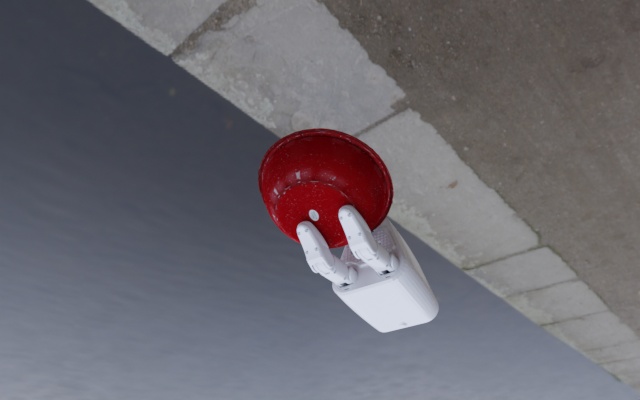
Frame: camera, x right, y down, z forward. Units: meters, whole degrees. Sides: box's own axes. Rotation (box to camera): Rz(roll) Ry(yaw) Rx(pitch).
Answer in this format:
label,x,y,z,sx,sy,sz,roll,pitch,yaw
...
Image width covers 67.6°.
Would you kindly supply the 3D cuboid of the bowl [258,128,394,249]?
label,x,y,z,sx,sy,sz,roll,pitch,yaw
bowl,-0.001,0.001,0.543,0.162,0.162,0.055,0,35,13
